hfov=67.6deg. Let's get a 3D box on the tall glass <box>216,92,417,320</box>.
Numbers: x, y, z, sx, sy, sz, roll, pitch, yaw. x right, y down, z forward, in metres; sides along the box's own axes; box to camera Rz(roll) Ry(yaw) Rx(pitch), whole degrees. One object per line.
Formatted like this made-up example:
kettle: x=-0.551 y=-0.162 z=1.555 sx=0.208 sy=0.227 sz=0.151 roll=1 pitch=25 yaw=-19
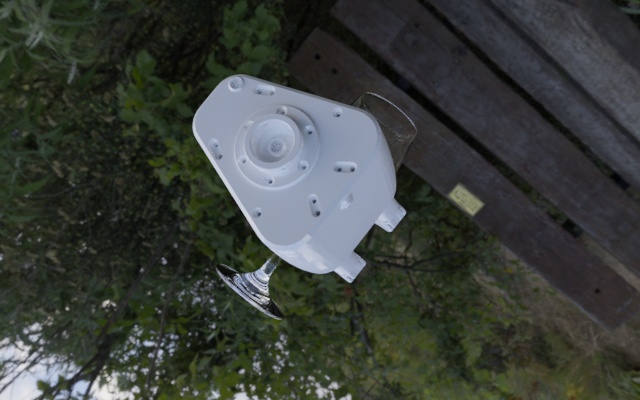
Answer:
tall glass: x=0.000 y=0.002 z=0.420 sx=0.079 sy=0.201 sz=0.079 roll=38 pitch=-4 yaw=3
